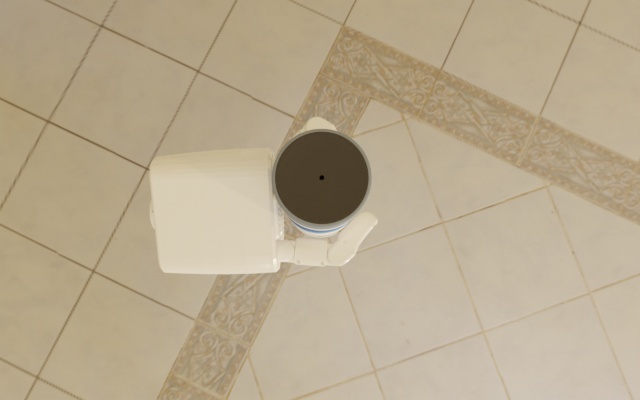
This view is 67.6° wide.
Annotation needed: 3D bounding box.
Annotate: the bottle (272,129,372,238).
[{"bbox_3d":[0.000,0.001,0.460,0.069,0.069,0.296,0,-7,0],"label":"bottle"}]
